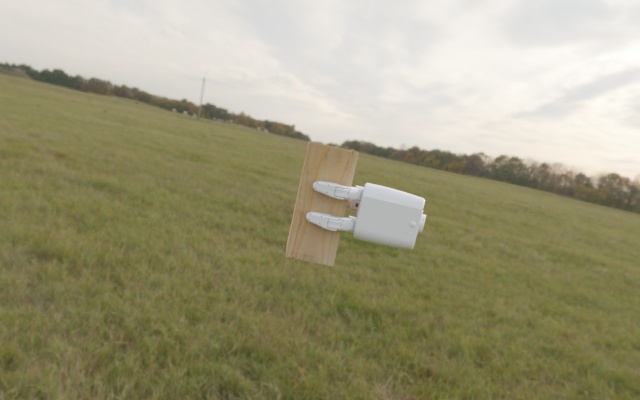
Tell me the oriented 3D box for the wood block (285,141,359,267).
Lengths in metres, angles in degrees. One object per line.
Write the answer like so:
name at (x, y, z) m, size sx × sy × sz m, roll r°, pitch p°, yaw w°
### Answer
wood block at (0.001, 0.003, 0.870) m, size 0.090 × 0.206 × 0.091 m, roll 12°, pitch 7°, yaw -3°
